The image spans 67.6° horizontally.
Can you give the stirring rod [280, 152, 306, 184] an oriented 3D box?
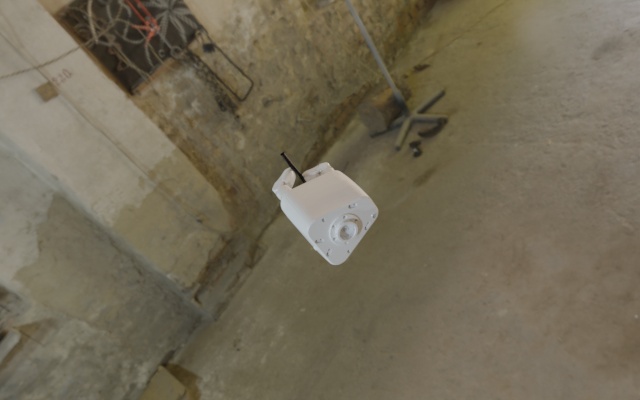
[{"bbox_3d":[0.000,0.003,0.852,0.011,0.011,0.240,0,-42,44],"label":"stirring rod"}]
